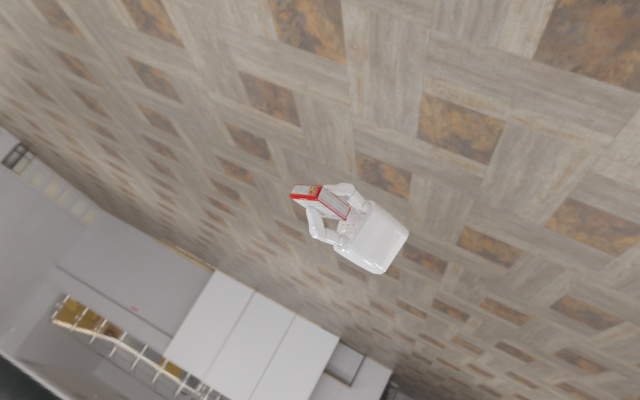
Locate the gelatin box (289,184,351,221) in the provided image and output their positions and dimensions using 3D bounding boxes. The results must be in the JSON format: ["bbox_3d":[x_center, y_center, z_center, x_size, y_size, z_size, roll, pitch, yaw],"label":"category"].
[{"bbox_3d":[0.000,0.003,0.864,0.073,0.030,0.089,6,-22,47],"label":"gelatin box"}]
